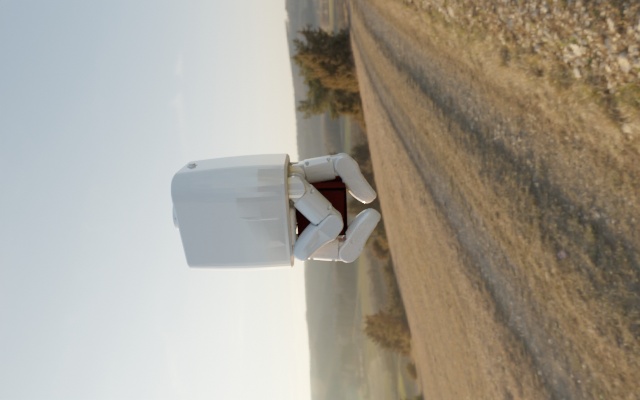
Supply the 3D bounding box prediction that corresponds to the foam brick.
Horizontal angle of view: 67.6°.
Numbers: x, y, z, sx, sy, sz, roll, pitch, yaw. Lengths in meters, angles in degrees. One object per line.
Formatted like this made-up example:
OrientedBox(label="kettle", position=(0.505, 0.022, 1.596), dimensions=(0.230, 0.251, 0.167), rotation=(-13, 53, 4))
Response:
OrientedBox(label="foam brick", position=(0.000, 0.002, 0.512), dimensions=(0.051, 0.053, 0.078), rotation=(-3, 16, -1))
